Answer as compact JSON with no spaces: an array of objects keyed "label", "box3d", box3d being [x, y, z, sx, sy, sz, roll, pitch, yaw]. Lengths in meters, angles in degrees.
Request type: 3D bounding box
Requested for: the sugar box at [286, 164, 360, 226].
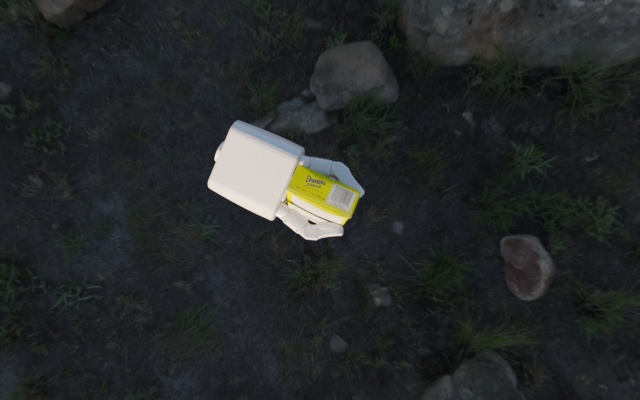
[{"label":"sugar box","box3d":[0.000,0.002,0.704,0.093,0.048,0.176,25,-8,1]}]
